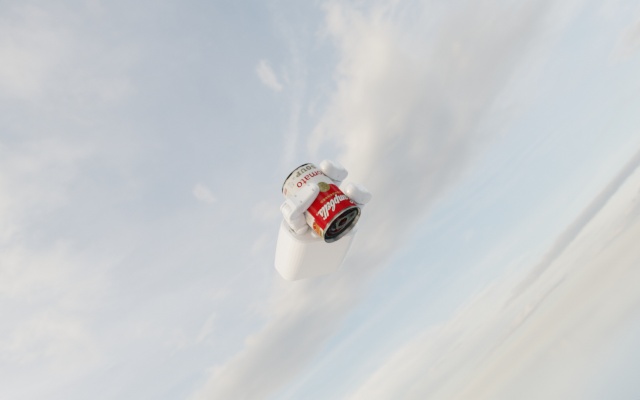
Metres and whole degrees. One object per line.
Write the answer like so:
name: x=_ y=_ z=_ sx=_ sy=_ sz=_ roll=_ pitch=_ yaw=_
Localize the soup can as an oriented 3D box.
soup can: x=0.000 y=0.002 z=0.687 sx=0.102 sy=0.068 sz=0.068 roll=46 pitch=26 yaw=27
